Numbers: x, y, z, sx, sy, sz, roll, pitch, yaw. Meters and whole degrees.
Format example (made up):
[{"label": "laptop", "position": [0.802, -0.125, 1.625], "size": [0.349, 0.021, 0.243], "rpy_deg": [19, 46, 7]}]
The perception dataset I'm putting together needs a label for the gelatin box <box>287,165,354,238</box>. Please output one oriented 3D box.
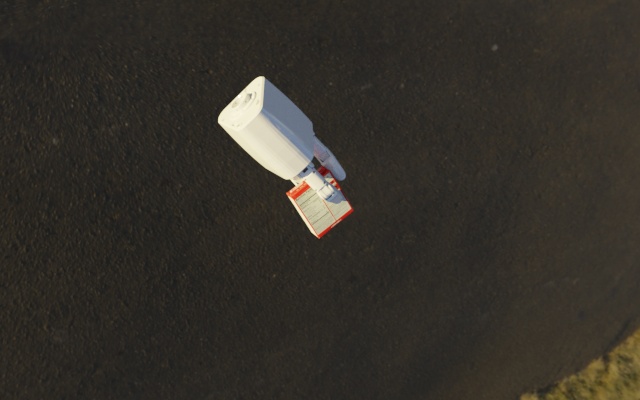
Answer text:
[{"label": "gelatin box", "position": [0.000, 0.003, 0.743], "size": [0.073, 0.089, 0.030], "rpy_deg": [-38, 31, -10]}]
